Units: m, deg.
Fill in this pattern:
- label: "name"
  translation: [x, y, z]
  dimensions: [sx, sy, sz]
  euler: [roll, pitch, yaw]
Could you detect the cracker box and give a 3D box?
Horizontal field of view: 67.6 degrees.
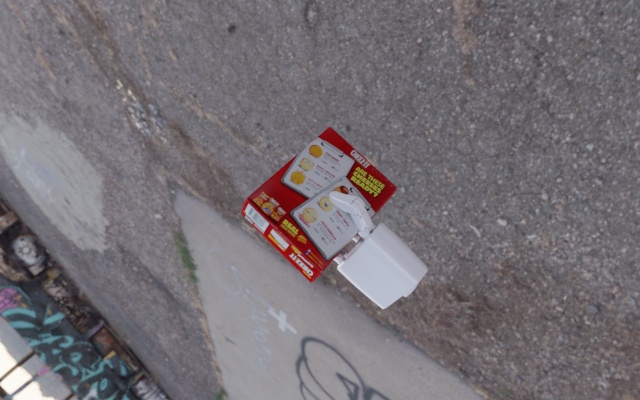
- label: "cracker box"
  translation: [0.000, 0.003, 0.796]
  dimensions: [0.213, 0.164, 0.072]
  euler: [-45, -4, -30]
